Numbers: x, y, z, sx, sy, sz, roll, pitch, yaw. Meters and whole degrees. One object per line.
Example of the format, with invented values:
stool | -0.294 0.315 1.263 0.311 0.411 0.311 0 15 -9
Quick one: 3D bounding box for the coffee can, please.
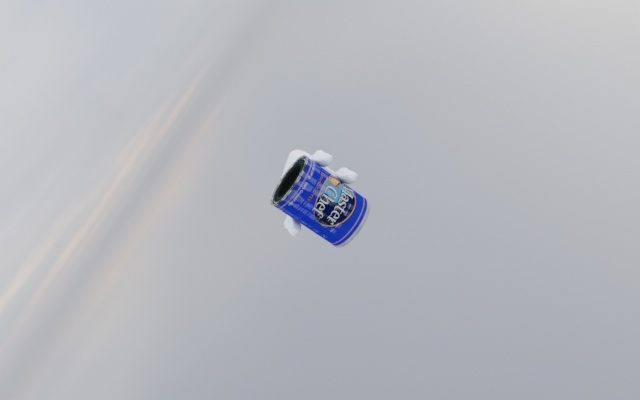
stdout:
coffee can | 0.000 0.003 0.826 0.140 0.103 0.103 34 -12 -18
